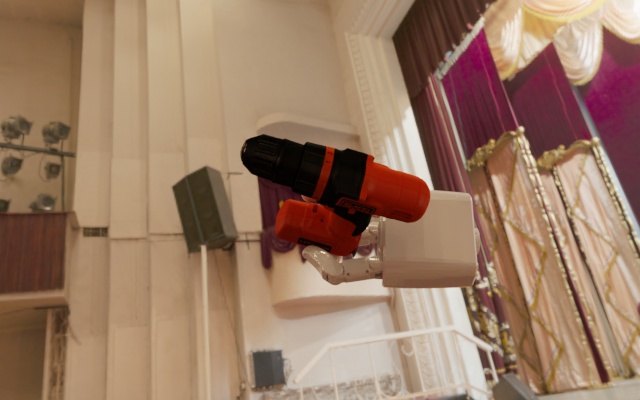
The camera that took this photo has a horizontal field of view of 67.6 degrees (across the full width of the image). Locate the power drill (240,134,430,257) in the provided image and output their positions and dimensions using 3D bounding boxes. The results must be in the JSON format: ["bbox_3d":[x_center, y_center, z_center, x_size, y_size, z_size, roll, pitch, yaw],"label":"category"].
[{"bbox_3d":[0.000,0.002,0.514,0.184,0.057,0.188,17,-21,-6],"label":"power drill"}]
